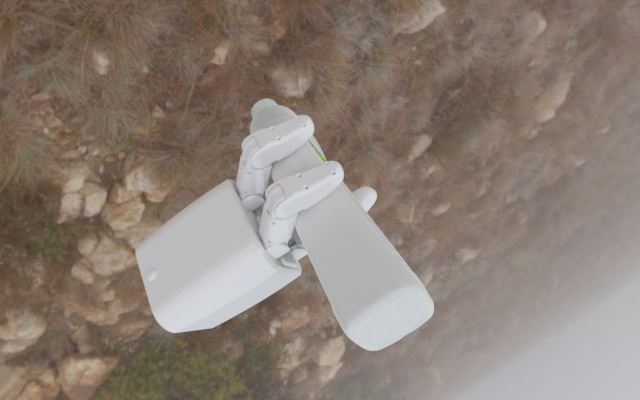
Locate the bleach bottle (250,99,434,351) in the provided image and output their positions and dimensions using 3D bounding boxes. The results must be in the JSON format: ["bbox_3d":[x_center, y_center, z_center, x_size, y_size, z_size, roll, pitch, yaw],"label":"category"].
[{"bbox_3d":[0.000,0.001,0.422,0.068,0.250,0.103,-33,-34,3],"label":"bleach bottle"}]
